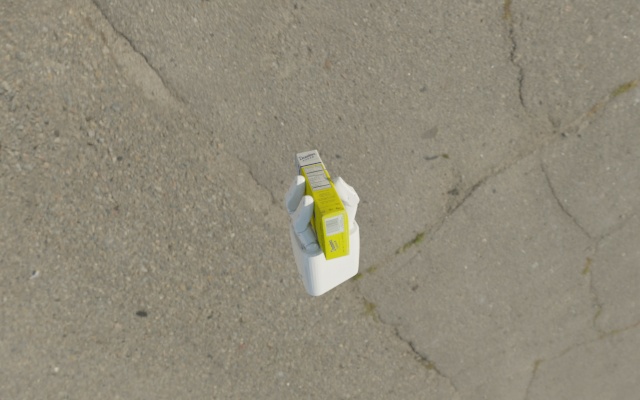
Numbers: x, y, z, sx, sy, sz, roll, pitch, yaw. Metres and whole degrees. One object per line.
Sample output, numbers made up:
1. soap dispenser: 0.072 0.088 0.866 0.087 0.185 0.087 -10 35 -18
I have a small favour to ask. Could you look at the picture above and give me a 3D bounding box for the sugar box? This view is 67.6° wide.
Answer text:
1. sugar box: 0.000 0.003 0.777 0.048 0.093 0.176 -14 39 -11
